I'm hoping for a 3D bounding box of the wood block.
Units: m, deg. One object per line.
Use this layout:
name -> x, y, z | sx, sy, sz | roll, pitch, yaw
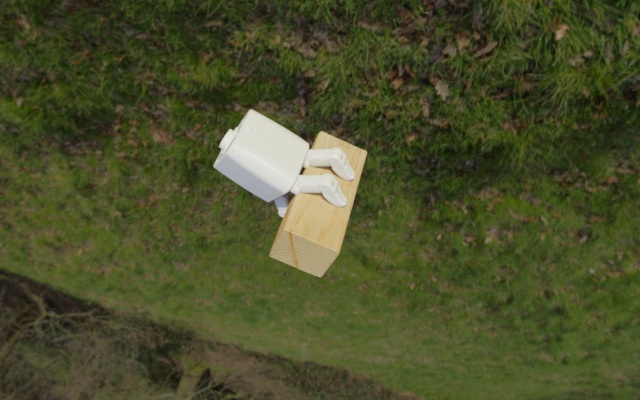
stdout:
wood block -> 0.000, 0.003, 0.764 | 0.090, 0.206, 0.091 | 23, -37, -6
